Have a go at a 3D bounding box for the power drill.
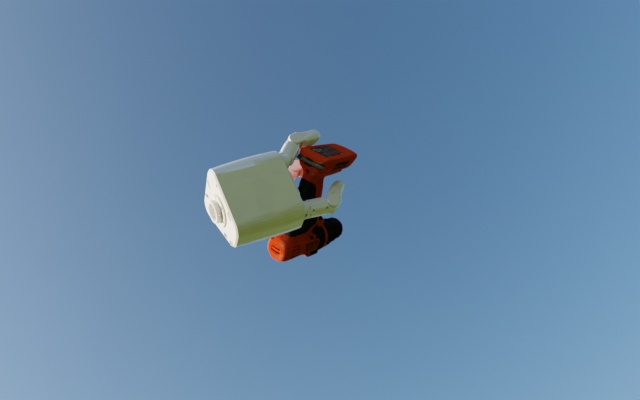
[{"bbox_3d":[0.000,0.002,0.789,0.057,0.188,0.184,26,23,26],"label":"power drill"}]
